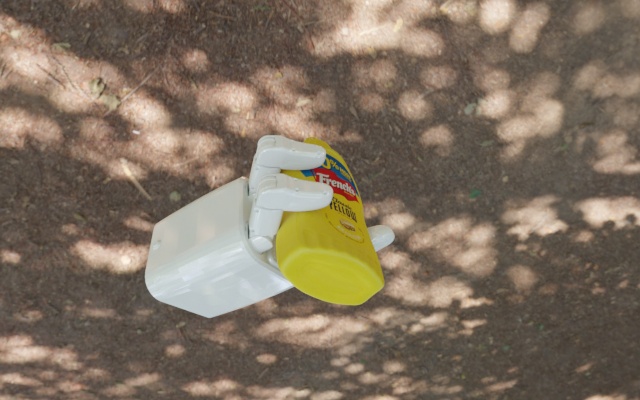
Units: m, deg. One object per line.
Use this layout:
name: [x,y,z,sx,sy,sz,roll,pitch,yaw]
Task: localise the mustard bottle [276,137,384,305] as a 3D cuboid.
mustard bottle: [0.000,0.001,0.453,0.096,0.191,0.058,27,-57,-29]
